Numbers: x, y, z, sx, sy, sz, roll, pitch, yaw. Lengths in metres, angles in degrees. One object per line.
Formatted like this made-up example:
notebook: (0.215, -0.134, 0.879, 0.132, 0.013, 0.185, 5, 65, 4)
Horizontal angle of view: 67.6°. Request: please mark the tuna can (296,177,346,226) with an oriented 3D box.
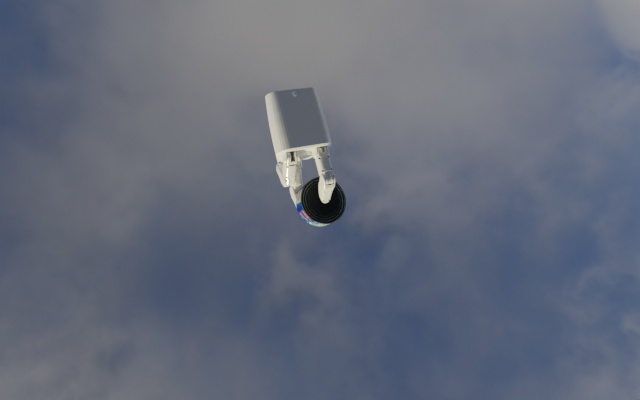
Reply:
tuna can: (0.000, 0.003, 0.856, 0.086, 0.086, 0.034, 0, -13, -22)
